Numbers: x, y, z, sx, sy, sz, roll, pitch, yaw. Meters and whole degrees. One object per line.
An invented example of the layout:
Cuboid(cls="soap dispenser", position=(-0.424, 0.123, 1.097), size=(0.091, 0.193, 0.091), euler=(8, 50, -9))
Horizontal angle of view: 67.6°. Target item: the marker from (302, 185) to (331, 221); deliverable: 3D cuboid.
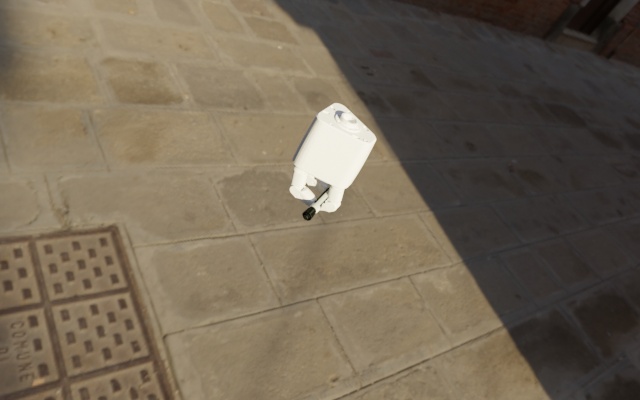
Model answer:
Cuboid(cls="marker", position=(0.000, 0.003, 0.880), size=(0.020, 0.020, 0.121), euler=(0, 26, 30))
